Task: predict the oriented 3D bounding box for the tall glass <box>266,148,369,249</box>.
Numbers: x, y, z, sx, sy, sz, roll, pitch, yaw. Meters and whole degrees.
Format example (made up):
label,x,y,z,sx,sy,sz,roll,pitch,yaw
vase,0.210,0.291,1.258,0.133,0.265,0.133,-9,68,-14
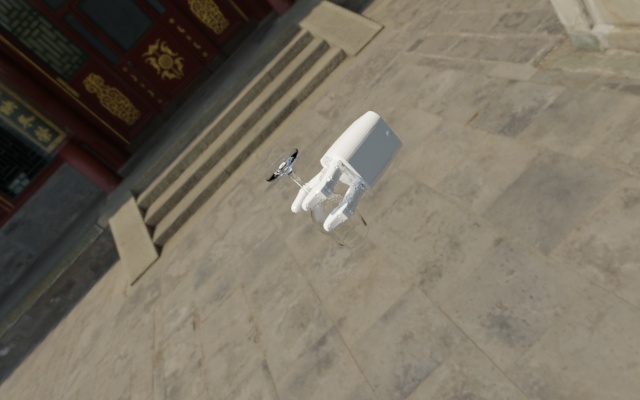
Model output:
label,x,y,z,sx,sy,sz,roll,pitch,yaw
tall glass,0.000,0.002,0.838,0.201,0.079,0.079,44,-23,-25
